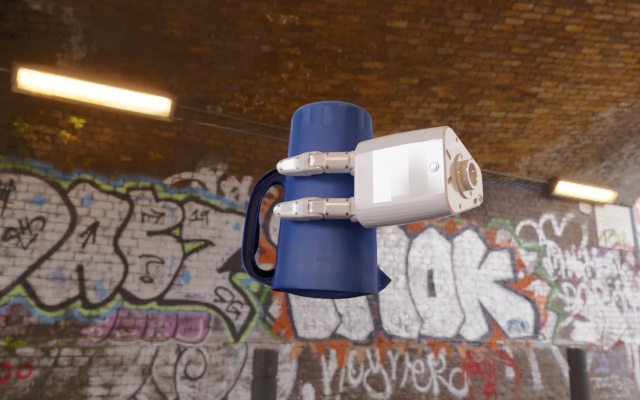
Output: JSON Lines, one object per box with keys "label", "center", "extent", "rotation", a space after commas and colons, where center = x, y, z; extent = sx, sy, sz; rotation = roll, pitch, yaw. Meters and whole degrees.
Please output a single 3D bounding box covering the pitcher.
{"label": "pitcher", "center": [0.000, 0.002, 0.611], "extent": [0.145, 0.242, 0.149], "rotation": [-8, -17, 37]}
